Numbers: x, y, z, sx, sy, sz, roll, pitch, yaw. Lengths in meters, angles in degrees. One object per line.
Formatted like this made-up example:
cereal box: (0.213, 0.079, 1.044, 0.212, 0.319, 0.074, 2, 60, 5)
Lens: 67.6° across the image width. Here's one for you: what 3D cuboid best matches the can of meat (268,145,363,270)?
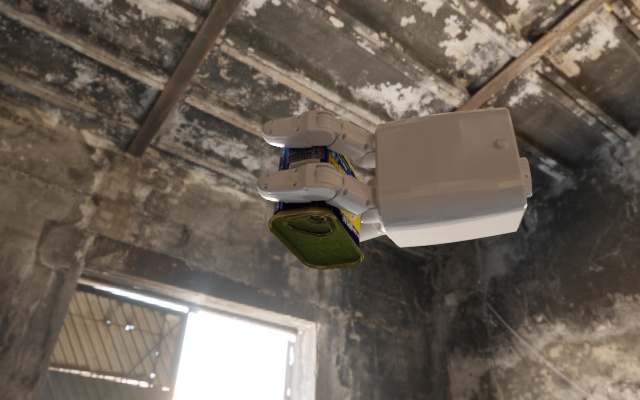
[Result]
can of meat: (0.000, 0.001, 0.419, 0.057, 0.084, 0.102, -10, -34, 20)
